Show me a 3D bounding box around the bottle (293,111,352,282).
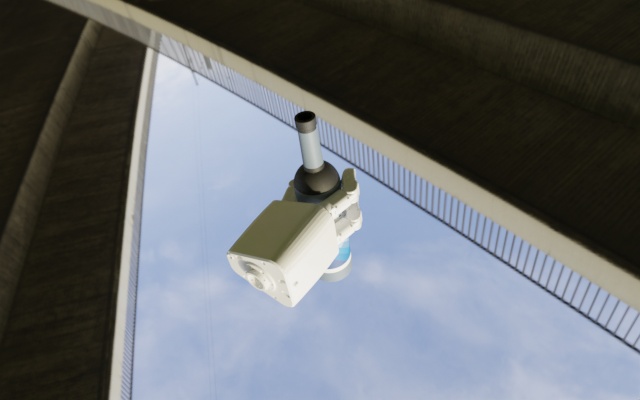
[{"bbox_3d":[0.000,0.002,0.691,0.069,0.296,0.069,-6,43,5],"label":"bottle"}]
